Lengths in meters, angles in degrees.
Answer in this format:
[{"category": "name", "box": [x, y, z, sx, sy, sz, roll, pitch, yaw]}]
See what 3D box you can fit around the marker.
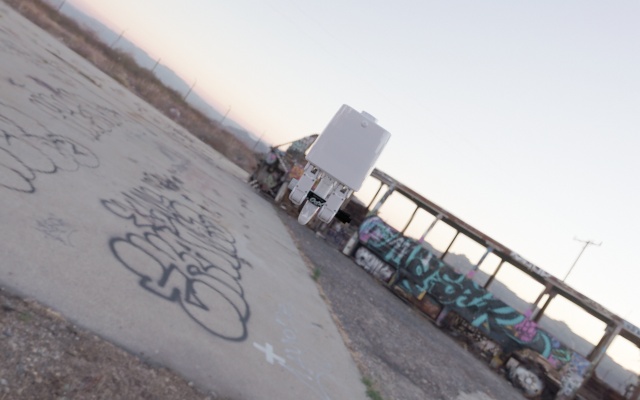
[{"category": "marker", "box": [0.000, 0.003, 0.806, 0.121, 0.020, 0.020, 33, -1, -1]}]
